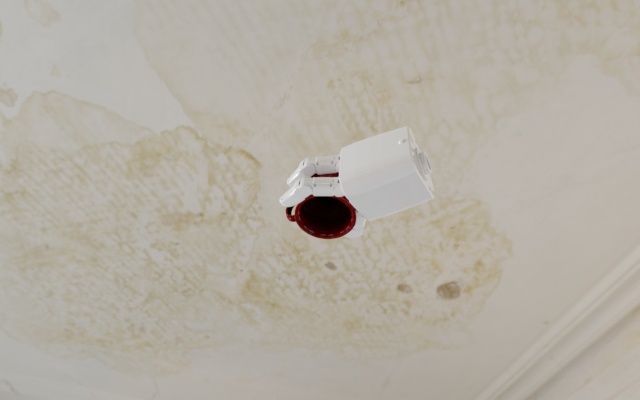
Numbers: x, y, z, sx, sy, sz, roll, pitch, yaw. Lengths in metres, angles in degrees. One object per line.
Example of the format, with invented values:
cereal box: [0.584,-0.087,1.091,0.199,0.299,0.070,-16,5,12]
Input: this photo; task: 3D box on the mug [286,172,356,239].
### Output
mug: [-0.001,0.003,0.745,0.117,0.093,0.081,-17,37,21]
